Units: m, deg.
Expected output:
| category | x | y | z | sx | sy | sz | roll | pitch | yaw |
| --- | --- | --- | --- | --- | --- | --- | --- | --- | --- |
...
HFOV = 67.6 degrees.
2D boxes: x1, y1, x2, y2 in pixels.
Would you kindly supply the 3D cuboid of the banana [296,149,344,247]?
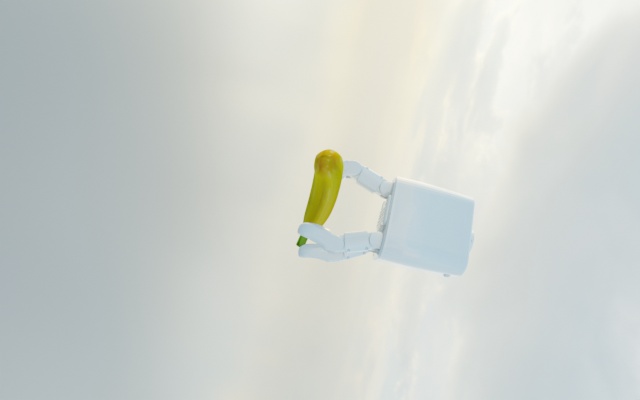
| category | x | y | z | sx | sy | sz | roll | pitch | yaw |
| --- | --- | --- | --- | --- | --- | --- | --- | --- | --- |
| banana | 0.004 | -0.011 | 0.587 | 0.037 | 0.069 | 0.198 | 16 | -34 | 1 |
